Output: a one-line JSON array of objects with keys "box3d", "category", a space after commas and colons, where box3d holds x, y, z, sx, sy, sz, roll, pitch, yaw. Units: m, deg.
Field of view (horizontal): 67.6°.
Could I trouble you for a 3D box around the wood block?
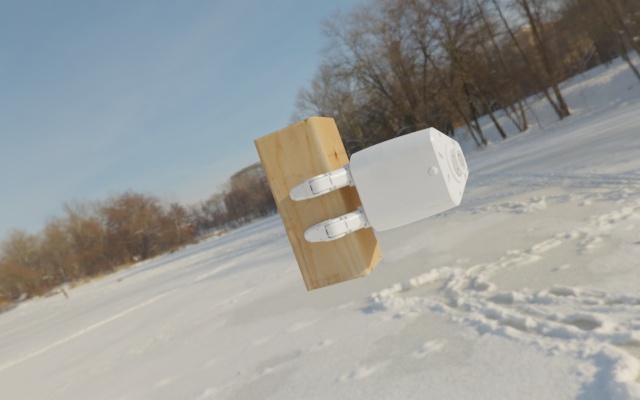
[{"box3d": [0.001, 0.002, 0.638, 0.090, 0.206, 0.091, -19, 1, 21], "category": "wood block"}]
